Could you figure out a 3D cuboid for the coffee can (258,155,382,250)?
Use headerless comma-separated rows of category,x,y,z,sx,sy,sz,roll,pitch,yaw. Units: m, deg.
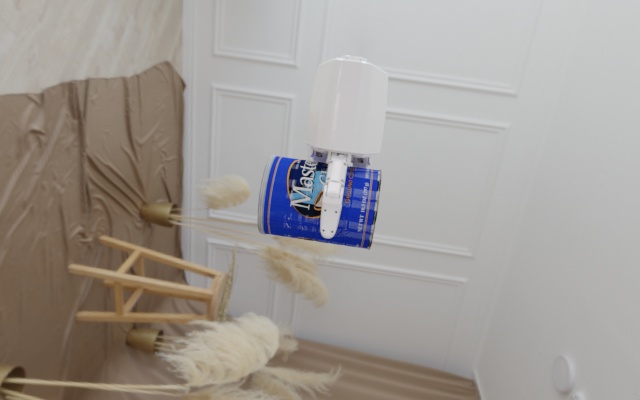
coffee can,0.000,0.002,0.606,0.140,0.103,0.103,8,0,3
